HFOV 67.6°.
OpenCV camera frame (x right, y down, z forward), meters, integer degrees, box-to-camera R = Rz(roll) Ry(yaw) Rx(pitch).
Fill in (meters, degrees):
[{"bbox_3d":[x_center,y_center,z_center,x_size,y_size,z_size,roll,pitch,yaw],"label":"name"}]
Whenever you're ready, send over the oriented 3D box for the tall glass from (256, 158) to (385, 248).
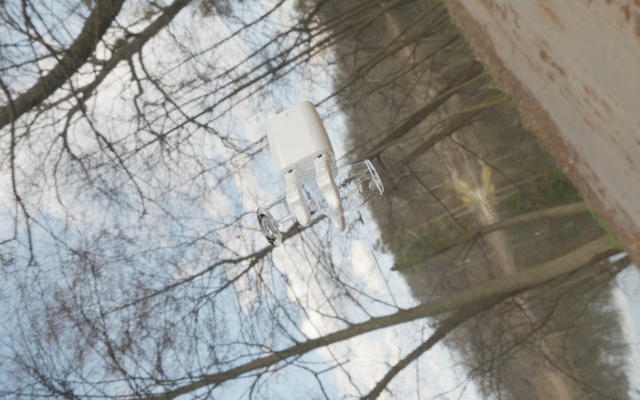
[{"bbox_3d":[0.000,0.003,0.774,0.201,0.079,0.079,-26,-7,14],"label":"tall glass"}]
